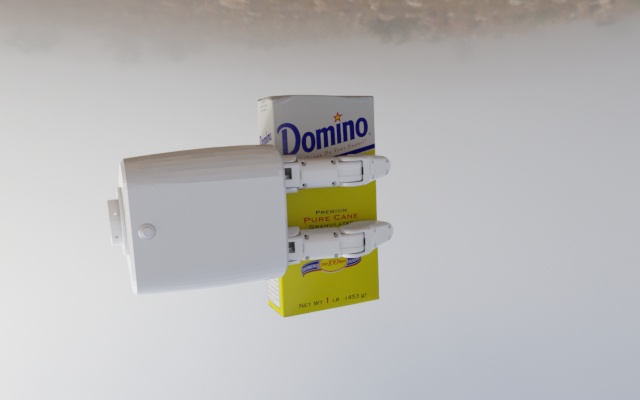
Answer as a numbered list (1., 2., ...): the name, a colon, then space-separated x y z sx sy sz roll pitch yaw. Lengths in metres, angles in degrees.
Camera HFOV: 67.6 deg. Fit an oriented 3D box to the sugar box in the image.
1. sugar box: 0.000 0.002 0.404 0.093 0.176 0.048 -6 10 -24
